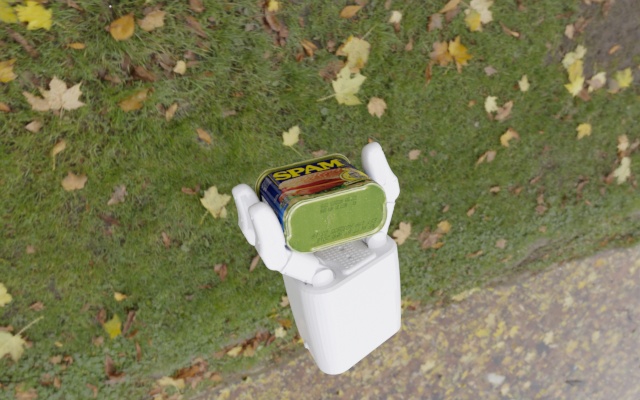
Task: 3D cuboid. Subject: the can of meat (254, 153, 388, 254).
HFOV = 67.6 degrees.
[{"bbox_3d":[0.000,0.001,0.442,0.102,0.057,0.084,-15,26,-18],"label":"can of meat"}]
